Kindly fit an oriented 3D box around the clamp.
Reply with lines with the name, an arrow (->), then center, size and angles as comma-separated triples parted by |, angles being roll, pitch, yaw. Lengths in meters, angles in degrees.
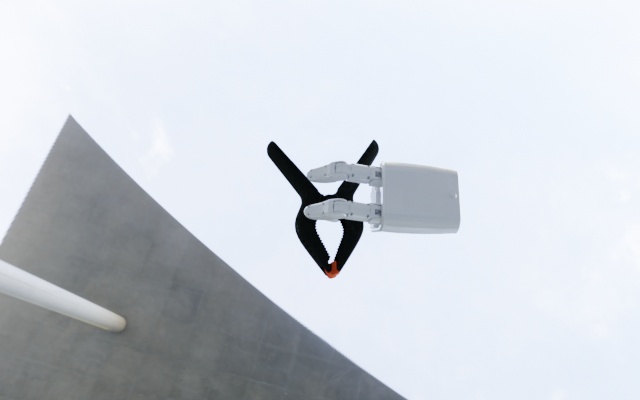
clamp -> 0.000, 0.003, 0.668 | 0.164, 0.210, 0.036 | 4, -22, -3
